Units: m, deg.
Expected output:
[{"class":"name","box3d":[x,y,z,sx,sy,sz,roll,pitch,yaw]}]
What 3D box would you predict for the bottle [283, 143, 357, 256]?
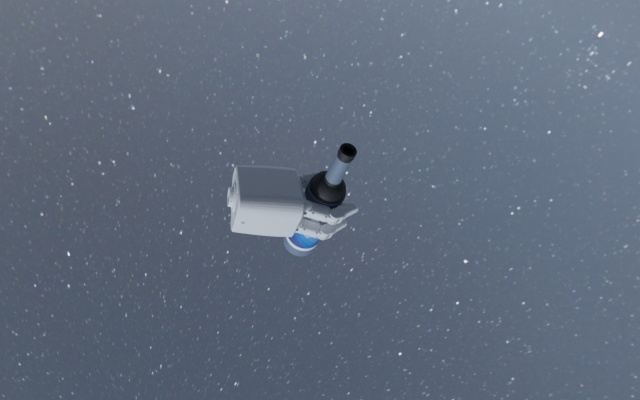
[{"class":"bottle","box3d":[0.000,0.003,0.836,0.069,0.069,0.296,0,-33,-20]}]
